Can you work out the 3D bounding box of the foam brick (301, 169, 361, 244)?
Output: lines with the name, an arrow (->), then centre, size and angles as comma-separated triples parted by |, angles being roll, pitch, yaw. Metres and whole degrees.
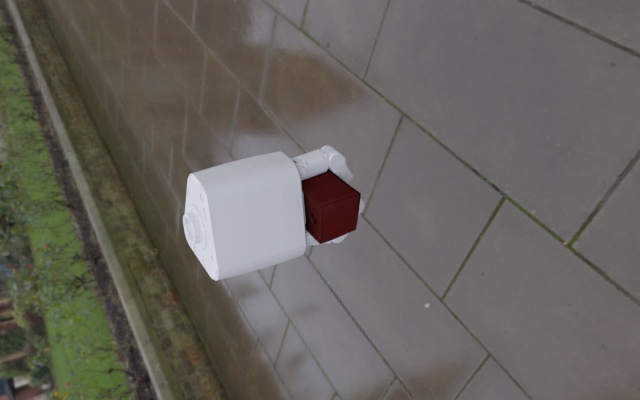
foam brick -> 0.000, 0.002, 0.537 | 0.051, 0.053, 0.078 | -20, 40, -29
